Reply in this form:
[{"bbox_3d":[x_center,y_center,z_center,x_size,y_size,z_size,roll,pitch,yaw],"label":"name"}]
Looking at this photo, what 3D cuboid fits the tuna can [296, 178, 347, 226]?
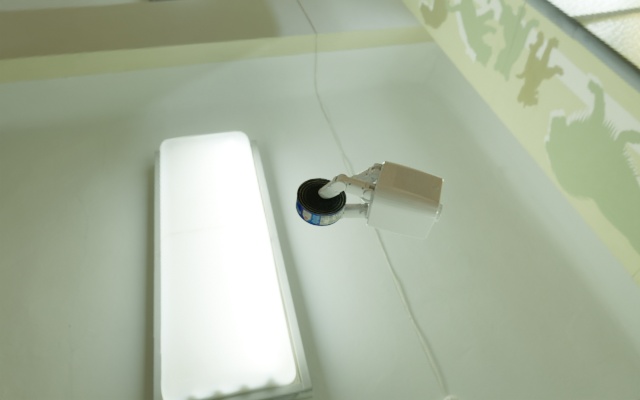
[{"bbox_3d":[0.000,0.003,0.823,0.086,0.086,0.034,0,-42,-10],"label":"tuna can"}]
